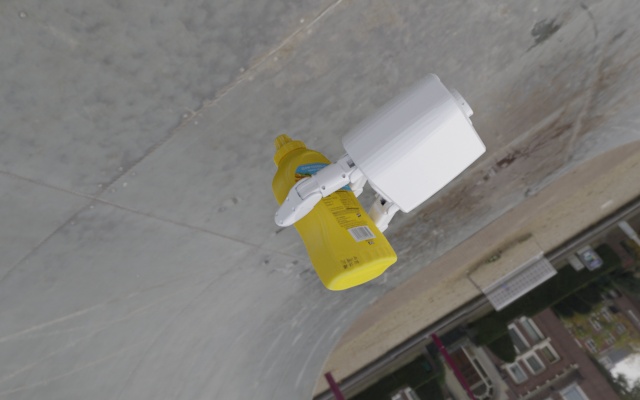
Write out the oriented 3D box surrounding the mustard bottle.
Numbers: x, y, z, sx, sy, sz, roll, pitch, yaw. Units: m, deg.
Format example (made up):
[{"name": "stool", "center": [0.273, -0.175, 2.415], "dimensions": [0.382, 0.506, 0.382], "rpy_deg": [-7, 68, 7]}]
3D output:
[{"name": "mustard bottle", "center": [0.000, 0.002, 0.526], "dimensions": [0.096, 0.191, 0.058], "rpy_deg": [-7, -33, -45]}]
